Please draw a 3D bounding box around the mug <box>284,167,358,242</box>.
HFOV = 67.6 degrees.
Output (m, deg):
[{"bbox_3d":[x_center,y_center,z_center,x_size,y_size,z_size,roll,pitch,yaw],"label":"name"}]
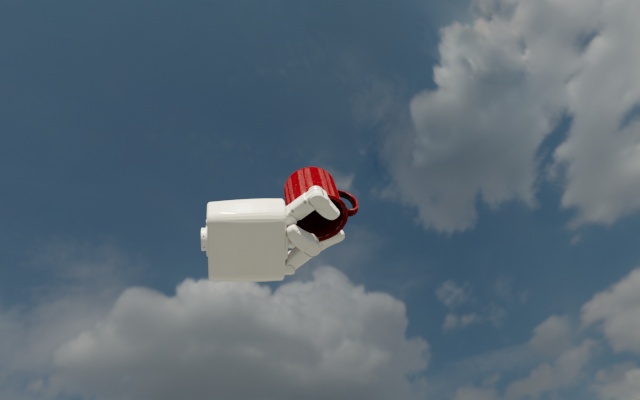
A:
[{"bbox_3d":[0.002,0.002,0.730,0.117,0.093,0.081,-1,39,-12],"label":"mug"}]
